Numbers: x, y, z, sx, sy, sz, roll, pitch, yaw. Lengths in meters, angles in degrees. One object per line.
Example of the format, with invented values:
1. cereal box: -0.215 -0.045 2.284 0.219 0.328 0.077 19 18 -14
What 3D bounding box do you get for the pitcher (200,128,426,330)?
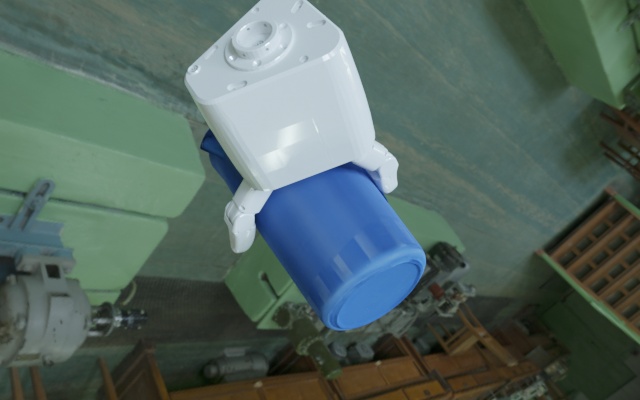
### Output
1. pitcher: 0.000 0.002 0.483 0.149 0.242 0.145 -32 -34 -6
